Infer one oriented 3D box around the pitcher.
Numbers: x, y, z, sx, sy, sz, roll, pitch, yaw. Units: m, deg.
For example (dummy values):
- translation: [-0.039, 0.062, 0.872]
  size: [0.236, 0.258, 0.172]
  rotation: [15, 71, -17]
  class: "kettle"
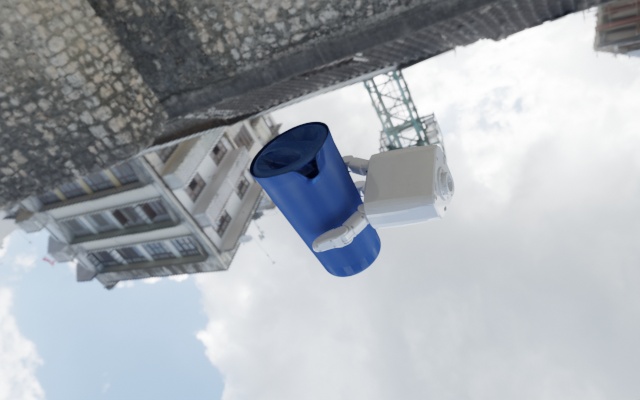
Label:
- translation: [0.000, 0.003, 0.767]
  size: [0.145, 0.243, 0.149]
  rotation: [-10, 37, 30]
  class: "pitcher"
